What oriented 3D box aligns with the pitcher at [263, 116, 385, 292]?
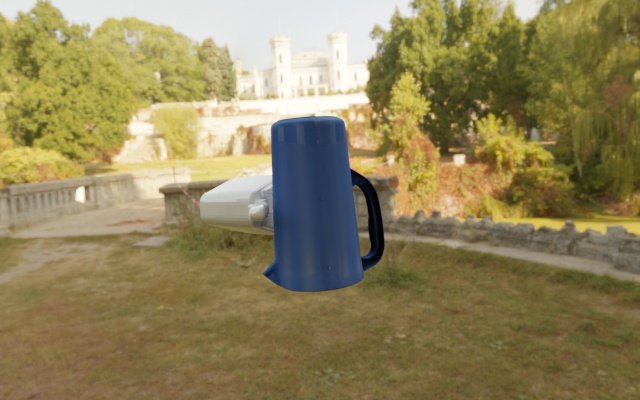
[{"bbox_3d":[0.000,0.002,0.701,0.145,0.243,0.149,-1,6,29],"label":"pitcher"}]
